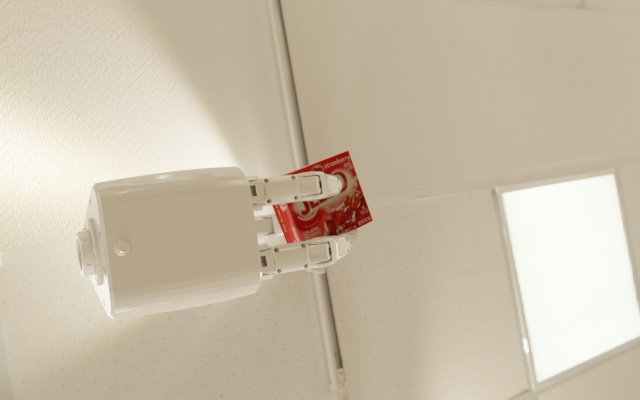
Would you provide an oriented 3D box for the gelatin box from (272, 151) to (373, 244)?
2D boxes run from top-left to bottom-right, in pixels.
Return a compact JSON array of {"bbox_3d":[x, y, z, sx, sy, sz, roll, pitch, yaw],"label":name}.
[{"bbox_3d":[0.000,0.001,0.445,0.089,0.073,0.030,-23,6,-36],"label":"gelatin box"}]
